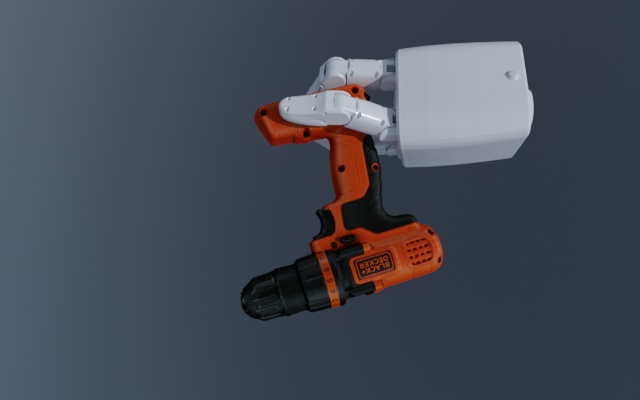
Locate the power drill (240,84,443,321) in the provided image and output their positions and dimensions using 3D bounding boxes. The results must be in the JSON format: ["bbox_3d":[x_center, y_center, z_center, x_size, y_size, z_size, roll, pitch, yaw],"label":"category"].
[{"bbox_3d":[0.000,0.001,0.433,0.184,0.187,0.057,-16,-4,-8],"label":"power drill"}]
